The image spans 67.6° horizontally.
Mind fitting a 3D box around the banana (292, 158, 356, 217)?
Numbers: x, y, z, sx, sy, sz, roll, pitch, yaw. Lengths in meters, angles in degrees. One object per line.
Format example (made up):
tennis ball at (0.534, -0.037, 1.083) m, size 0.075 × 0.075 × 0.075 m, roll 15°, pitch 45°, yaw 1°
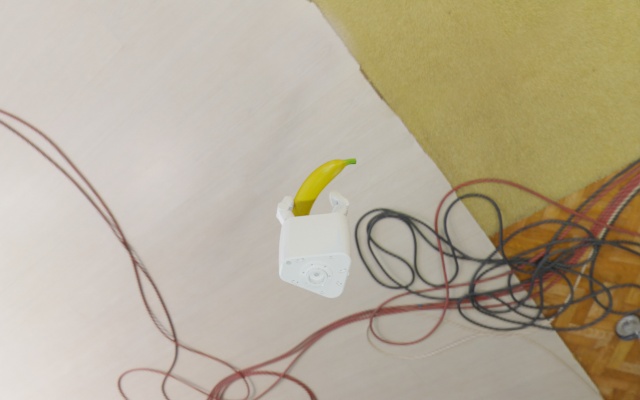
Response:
banana at (-0.013, -0.006, 0.881) m, size 0.070 × 0.198 × 0.037 m, roll 25°, pitch 26°, yaw -29°
